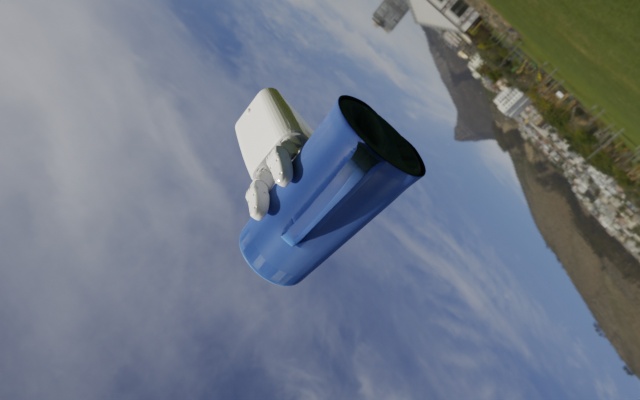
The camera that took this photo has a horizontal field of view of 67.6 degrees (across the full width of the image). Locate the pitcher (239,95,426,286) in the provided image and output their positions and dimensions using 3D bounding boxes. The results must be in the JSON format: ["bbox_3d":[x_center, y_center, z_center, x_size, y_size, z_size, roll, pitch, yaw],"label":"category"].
[{"bbox_3d":[0.000,0.002,0.593,0.149,0.145,0.243,16,-53,-42],"label":"pitcher"}]
